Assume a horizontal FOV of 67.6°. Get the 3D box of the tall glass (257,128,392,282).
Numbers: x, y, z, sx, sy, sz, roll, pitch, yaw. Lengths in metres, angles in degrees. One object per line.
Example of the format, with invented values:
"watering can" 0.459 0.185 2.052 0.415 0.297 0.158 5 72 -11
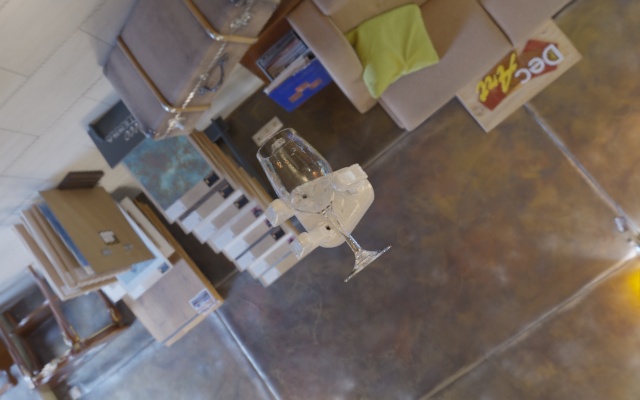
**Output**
"tall glass" 0.001 0.002 0.615 0.079 0.201 0.079 -36 -10 -7
